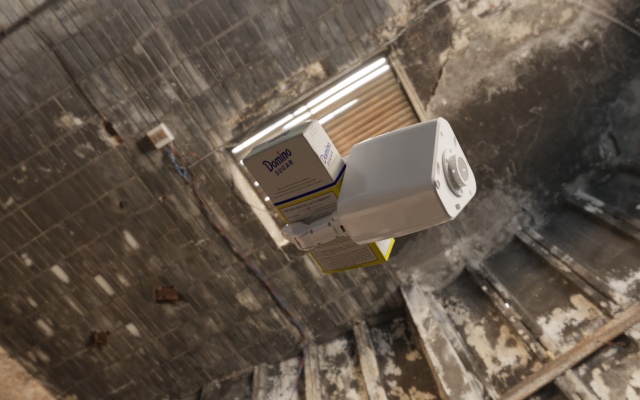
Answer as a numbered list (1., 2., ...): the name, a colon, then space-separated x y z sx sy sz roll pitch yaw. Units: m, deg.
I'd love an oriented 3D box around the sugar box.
1. sugar box: 0.000 0.002 0.541 0.093 0.176 0.048 -18 25 35
